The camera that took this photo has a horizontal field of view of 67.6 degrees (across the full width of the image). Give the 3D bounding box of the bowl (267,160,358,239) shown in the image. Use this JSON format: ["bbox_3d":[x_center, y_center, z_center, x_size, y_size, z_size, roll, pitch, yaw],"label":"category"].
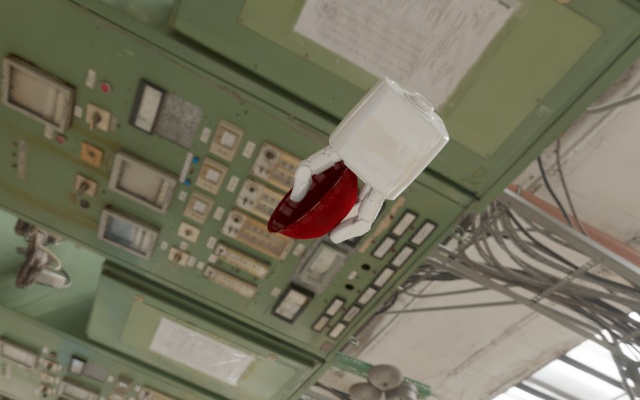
[{"bbox_3d":[-0.001,0.003,0.678,0.055,0.162,0.162,46,-17,-17],"label":"bowl"}]
